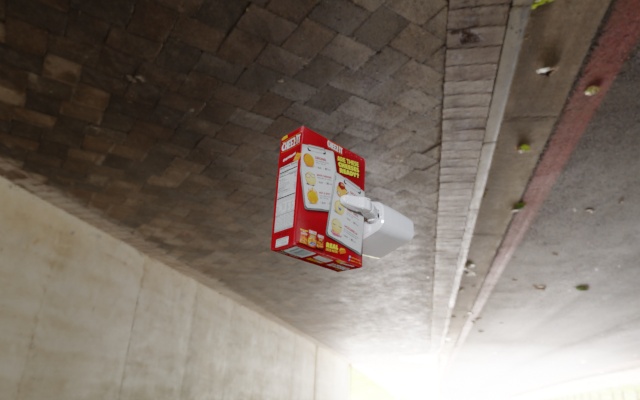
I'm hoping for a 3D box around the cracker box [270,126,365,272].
[{"bbox_3d":[0.000,0.003,0.838,0.164,0.213,0.072,23,-30,-39],"label":"cracker box"}]
